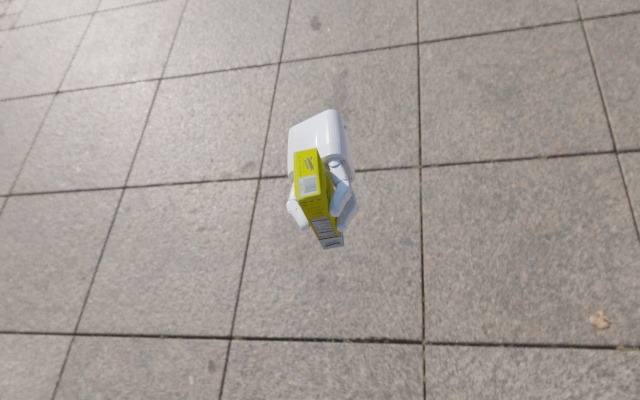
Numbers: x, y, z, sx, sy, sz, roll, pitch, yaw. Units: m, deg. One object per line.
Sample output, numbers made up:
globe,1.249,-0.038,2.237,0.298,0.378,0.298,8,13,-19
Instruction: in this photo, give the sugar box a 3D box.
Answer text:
sugar box,0.001,0.002,0.797,0.048,0.093,0.176,-12,-33,12
